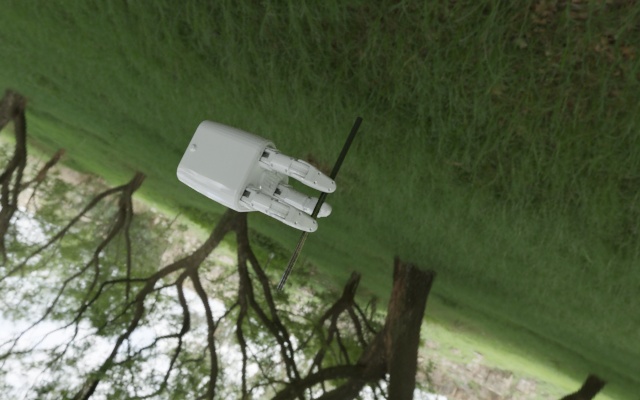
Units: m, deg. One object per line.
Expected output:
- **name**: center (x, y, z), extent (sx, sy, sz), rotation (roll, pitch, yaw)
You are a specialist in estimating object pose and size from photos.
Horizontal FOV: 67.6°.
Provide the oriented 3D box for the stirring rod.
- **stirring rod**: center (0.000, 0.002, 0.603), extent (0.011, 0.239, 0.011), rotation (25, -6, 3)
